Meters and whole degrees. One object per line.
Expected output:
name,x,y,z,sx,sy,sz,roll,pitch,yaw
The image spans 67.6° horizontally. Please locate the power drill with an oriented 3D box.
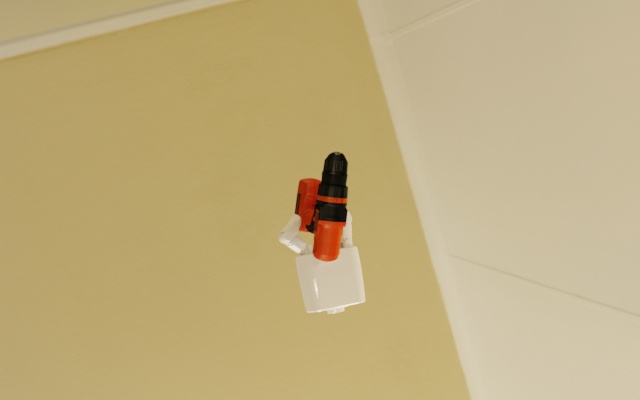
power drill,0.000,0.003,0.863,0.057,0.184,0.187,7,5,-14
